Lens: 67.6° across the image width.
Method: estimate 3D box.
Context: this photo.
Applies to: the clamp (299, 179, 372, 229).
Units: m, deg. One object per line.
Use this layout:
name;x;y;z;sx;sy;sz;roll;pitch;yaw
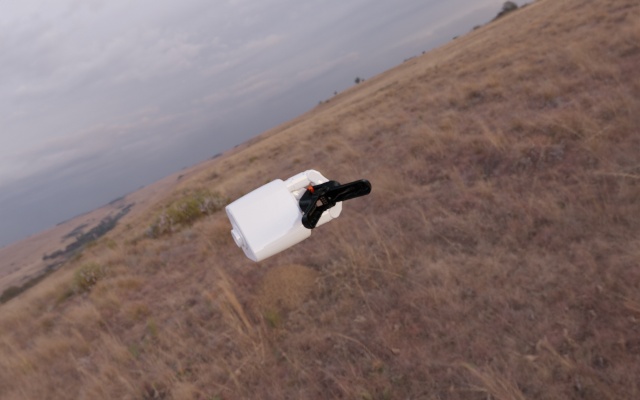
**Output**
clamp;0.000;0.002;0.778;0.120;0.039;0.171;-28;10;-19
